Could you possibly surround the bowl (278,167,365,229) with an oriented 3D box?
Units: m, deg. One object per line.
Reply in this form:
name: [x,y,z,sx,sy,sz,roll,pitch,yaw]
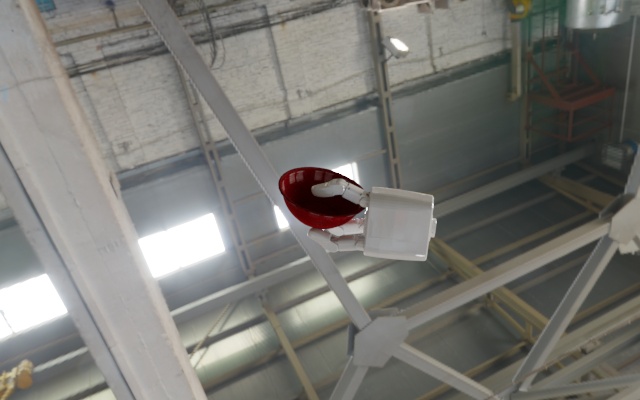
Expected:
bowl: [-0.001,0.003,0.854,0.162,0.055,0.162,10,32,-7]
